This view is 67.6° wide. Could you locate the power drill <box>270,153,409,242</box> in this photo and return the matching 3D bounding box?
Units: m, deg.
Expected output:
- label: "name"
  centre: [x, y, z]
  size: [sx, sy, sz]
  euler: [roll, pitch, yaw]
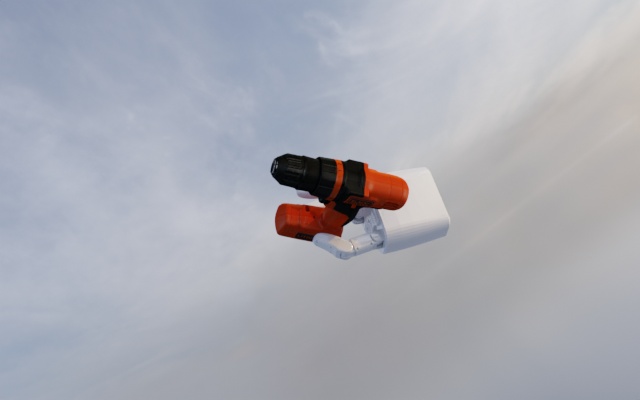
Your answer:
- label: "power drill"
  centre: [0.000, 0.002, 0.656]
  size: [0.184, 0.057, 0.188]
  euler: [13, -25, -19]
